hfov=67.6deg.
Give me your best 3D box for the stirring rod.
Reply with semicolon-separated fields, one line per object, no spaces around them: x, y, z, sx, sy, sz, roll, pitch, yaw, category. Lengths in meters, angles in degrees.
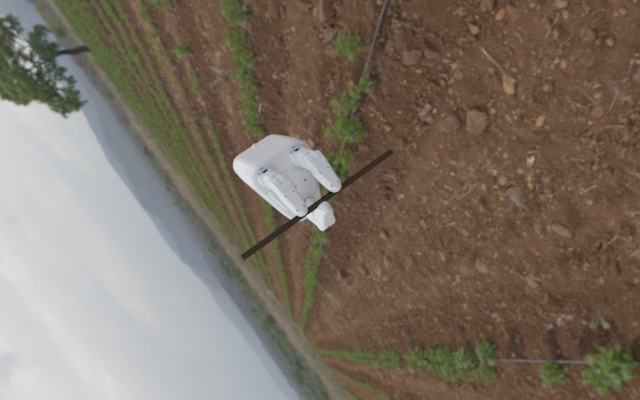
0.000;0.002;0.610;0.239;0.011;0.011;-36;10;-14;stirring rod
